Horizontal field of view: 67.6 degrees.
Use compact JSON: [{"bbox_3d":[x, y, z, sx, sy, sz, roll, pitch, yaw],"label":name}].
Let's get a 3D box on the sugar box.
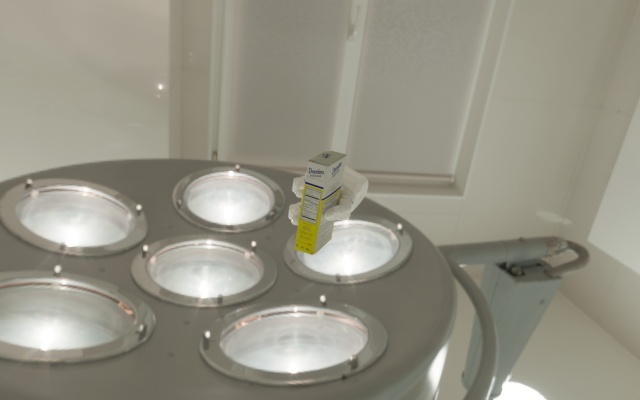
[{"bbox_3d":[0.000,0.003,0.874,0.048,0.176,0.093,16,22,19],"label":"sugar box"}]
